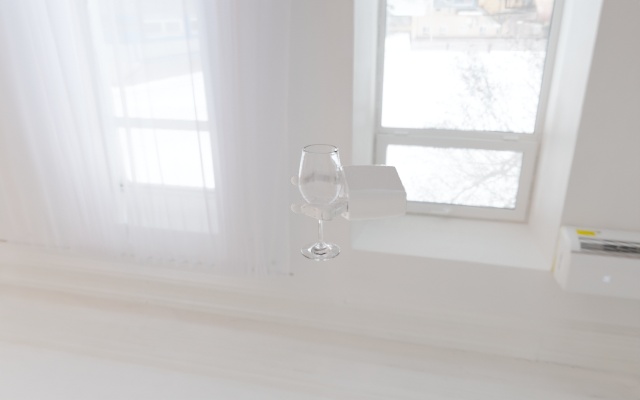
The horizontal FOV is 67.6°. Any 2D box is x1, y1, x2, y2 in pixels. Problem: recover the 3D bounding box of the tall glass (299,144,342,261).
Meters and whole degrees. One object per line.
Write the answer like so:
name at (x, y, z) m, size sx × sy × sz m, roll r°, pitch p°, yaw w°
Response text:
tall glass at (0.000, 0.004, 0.865) m, size 0.079 × 0.201 × 0.079 m, roll 0°, pitch 21°, yaw 0°
